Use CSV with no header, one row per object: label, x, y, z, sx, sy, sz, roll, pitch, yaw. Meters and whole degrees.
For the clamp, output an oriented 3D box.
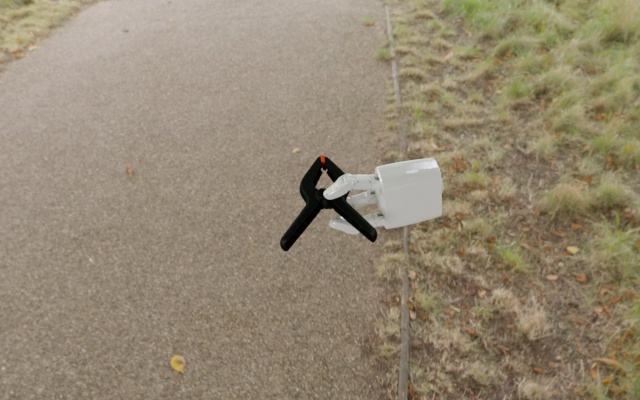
clamp,0.000,0.002,0.860,0.164,0.209,0.036,-11,-40,-2
